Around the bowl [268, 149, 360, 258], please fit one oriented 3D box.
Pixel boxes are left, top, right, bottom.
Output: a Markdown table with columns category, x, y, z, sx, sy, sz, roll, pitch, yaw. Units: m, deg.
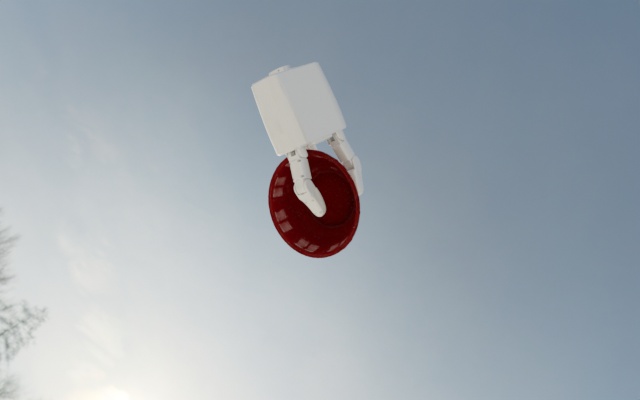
| category | x | y | z | sx | sy | sz | roll | pitch | yaw |
| --- | --- | --- | --- | --- | --- | --- | --- | --- | --- |
| bowl | 0.000 | 0.004 | 0.719 | 0.162 | 0.162 | 0.055 | 0 | 9 | 33 |
